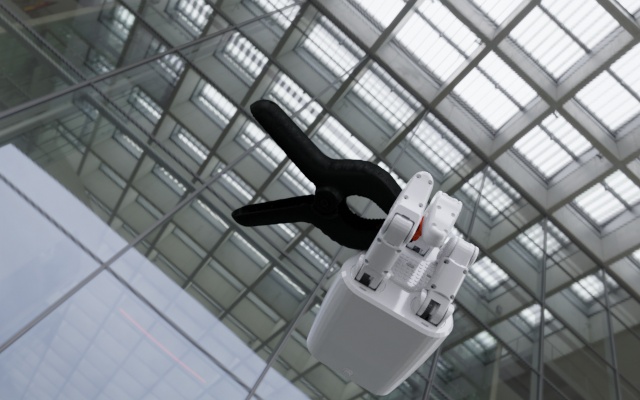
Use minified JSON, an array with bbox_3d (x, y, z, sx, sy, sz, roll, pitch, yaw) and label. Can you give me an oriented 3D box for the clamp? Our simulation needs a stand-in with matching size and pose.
[{"bbox_3d":[0.000,0.001,0.409,0.171,0.120,0.039,30,37,7],"label":"clamp"}]
